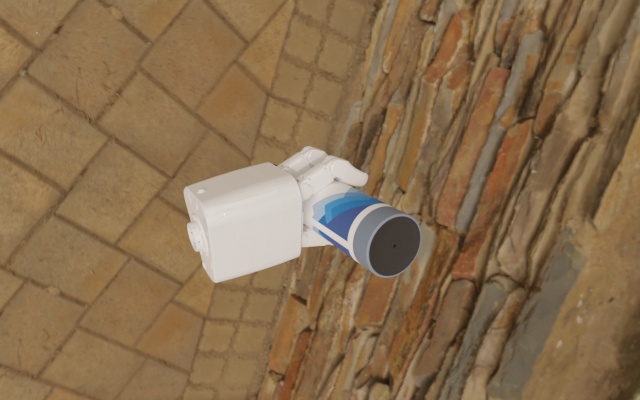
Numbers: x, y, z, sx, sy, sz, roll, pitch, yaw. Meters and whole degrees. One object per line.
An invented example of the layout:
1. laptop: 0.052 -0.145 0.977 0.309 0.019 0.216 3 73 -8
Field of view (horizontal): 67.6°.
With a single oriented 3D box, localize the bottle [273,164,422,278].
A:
1. bottle: 0.000 0.002 0.580 0.069 0.069 0.295 0 17 -31
